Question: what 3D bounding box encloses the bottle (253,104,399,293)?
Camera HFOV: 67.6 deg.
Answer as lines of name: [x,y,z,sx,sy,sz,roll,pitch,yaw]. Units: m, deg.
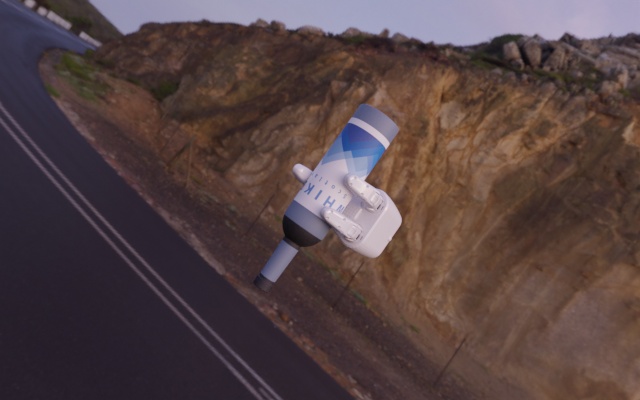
bottle: [0.000,0.002,0.678,0.069,0.295,0.069,35,-2,1]
